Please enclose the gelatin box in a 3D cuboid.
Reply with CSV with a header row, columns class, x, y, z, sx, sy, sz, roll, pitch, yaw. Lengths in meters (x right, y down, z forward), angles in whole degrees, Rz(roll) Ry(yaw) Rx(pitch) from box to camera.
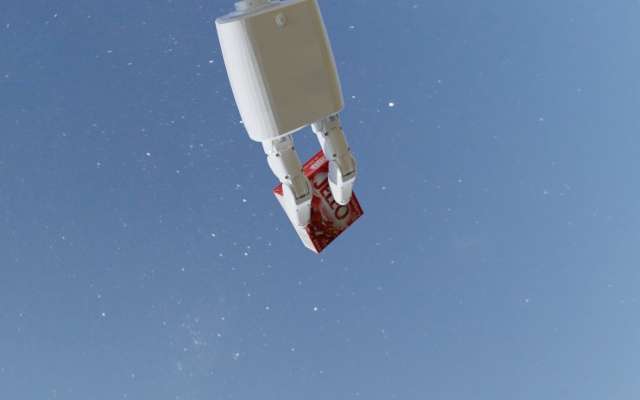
class,x,y,z,sx,sy,sz,roll,pitch,yaw
gelatin box,0.000,0.002,0.520,0.073,0.089,0.030,-40,36,-18
